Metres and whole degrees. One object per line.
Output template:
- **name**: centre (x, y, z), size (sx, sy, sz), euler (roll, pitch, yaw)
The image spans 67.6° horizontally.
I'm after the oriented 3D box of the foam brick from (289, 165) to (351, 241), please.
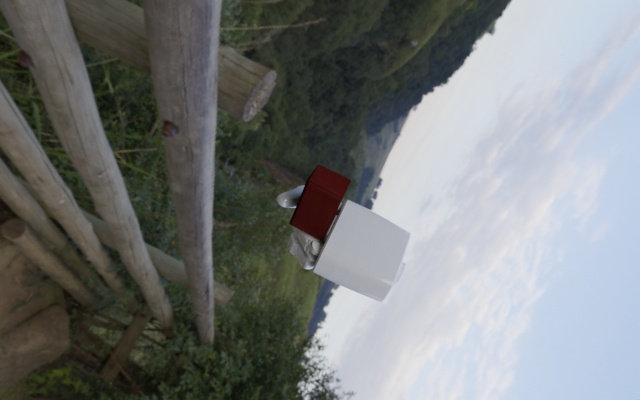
- **foam brick**: centre (0.000, 0.002, 0.641), size (0.051, 0.078, 0.053), euler (26, 34, 4)
